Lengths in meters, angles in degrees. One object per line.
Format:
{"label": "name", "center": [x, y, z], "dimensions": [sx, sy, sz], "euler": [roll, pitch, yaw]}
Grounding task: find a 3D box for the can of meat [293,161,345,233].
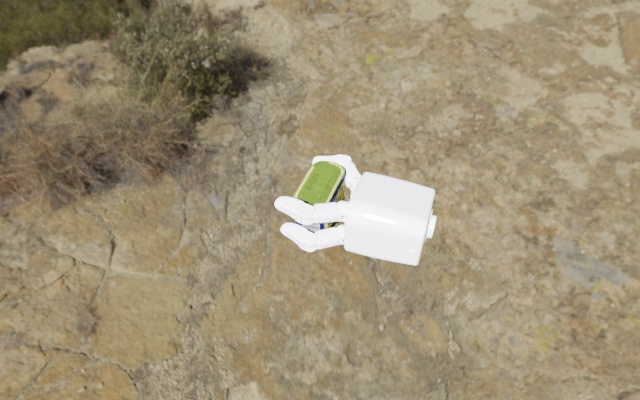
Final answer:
{"label": "can of meat", "center": [0.000, 0.002, 0.714], "dimensions": [0.057, 0.102, 0.084], "euler": [17, -37, 15]}
